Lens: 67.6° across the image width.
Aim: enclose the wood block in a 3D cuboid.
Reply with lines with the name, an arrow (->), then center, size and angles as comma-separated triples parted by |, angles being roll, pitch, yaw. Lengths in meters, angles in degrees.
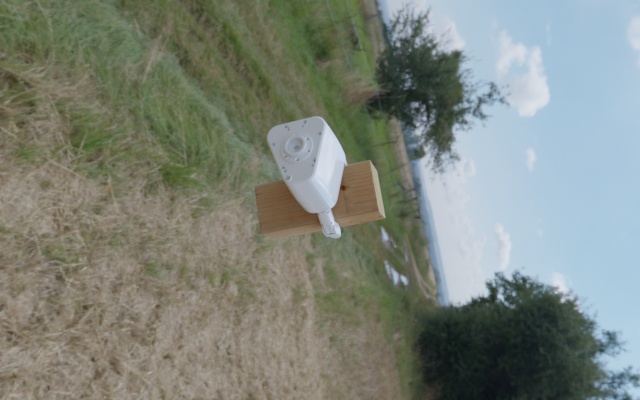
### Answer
wood block -> 0.000, 0.003, 0.840 | 0.206, 0.090, 0.090 | -12, -13, 13
